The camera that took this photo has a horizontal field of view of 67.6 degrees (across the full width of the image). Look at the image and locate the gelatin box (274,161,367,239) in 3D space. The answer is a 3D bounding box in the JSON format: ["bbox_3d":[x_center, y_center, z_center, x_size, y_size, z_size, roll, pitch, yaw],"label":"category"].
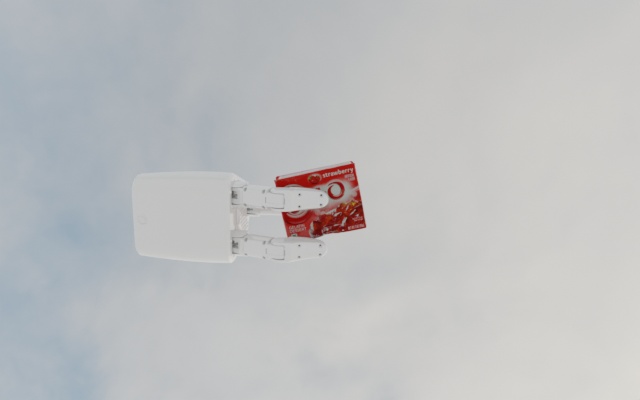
[{"bbox_3d":[0.000,0.002,0.523,0.089,0.073,0.030,-12,11,1],"label":"gelatin box"}]
